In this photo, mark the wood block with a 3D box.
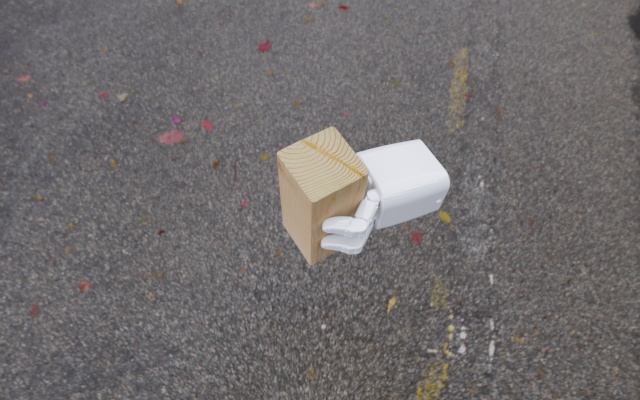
[{"bbox_3d":[0.000,0.002,0.697,0.090,0.090,0.206,-28,-25,-16],"label":"wood block"}]
